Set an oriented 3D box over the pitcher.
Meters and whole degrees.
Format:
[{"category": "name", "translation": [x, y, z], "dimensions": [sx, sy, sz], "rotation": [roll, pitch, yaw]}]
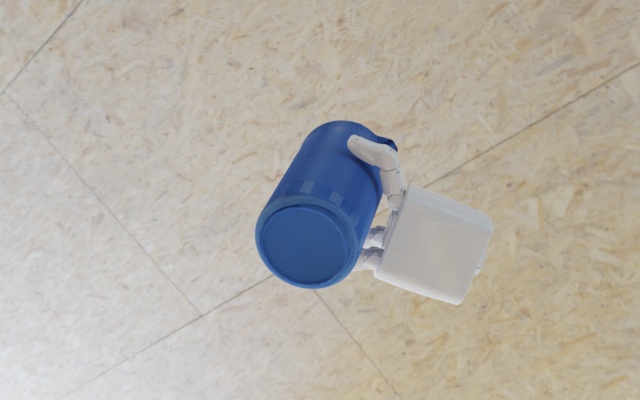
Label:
[{"category": "pitcher", "translation": [0.000, 0.002, 0.576], "dimensions": [0.145, 0.149, 0.242], "rotation": [20, 27, 4]}]
